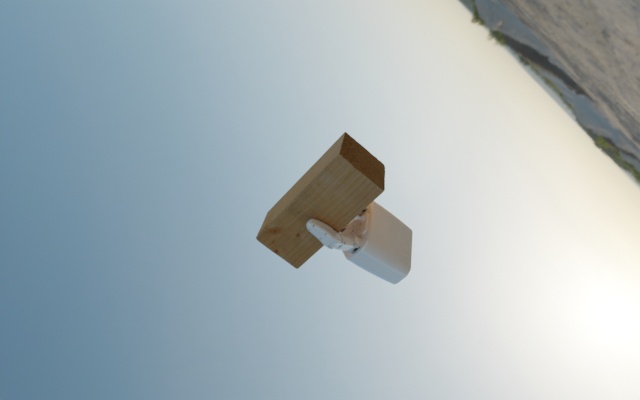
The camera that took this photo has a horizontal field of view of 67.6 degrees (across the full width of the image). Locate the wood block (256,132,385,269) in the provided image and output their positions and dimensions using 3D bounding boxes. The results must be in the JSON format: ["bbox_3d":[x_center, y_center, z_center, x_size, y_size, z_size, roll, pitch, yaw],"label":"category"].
[{"bbox_3d":[0.000,0.003,0.767,0.090,0.206,0.090,38,27,-14],"label":"wood block"}]
